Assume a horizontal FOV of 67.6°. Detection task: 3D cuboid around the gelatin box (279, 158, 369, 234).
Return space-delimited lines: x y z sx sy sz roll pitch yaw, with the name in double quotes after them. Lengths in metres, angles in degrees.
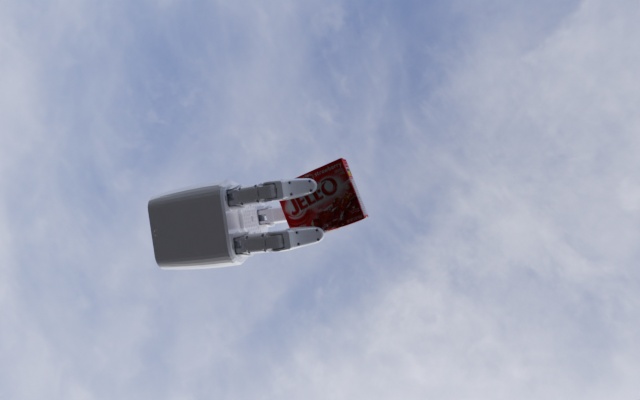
0.001 0.002 0.546 0.089 0.073 0.030 -22 -4 14 "gelatin box"
